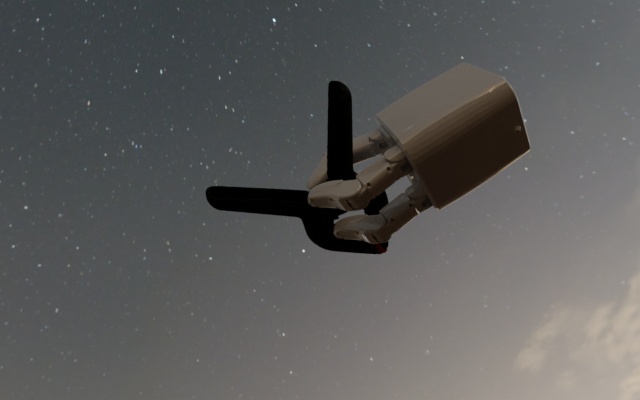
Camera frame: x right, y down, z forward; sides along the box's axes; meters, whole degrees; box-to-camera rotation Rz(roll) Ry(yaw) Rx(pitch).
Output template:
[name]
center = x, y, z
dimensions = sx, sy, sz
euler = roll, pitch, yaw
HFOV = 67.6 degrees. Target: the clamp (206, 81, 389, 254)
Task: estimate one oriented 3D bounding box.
[clamp]
center = 0.000, 0.001, 0.488
dimensions = 0.164, 0.210, 0.036
euler = -33, 40, 6
